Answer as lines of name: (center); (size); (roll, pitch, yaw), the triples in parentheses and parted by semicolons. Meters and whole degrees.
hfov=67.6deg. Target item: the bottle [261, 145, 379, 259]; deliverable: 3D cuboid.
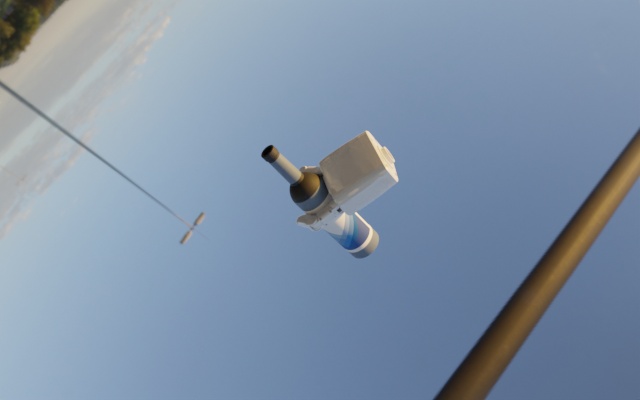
bottle: (0.000, 0.003, 0.868); (0.069, 0.069, 0.296); (0, -35, 47)
